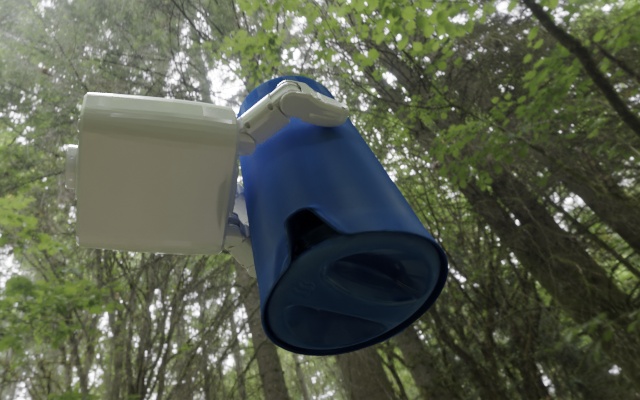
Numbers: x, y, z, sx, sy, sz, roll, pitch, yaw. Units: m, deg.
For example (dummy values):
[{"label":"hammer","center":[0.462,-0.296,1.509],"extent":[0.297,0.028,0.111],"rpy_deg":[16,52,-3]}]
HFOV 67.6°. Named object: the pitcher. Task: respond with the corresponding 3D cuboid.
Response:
[{"label":"pitcher","center":[0.000,0.001,0.414],"extent":[0.145,0.149,0.242],"rpy_deg":[4,39,-22]}]
